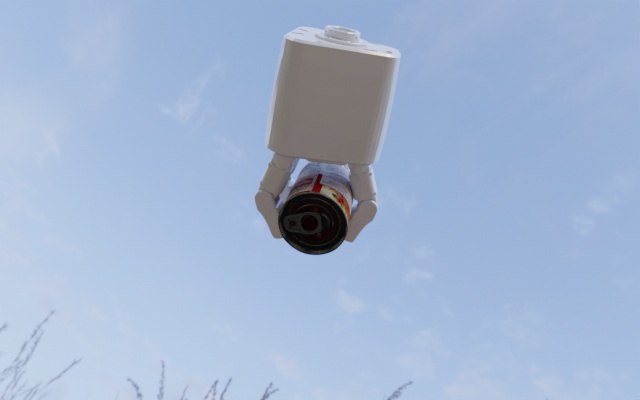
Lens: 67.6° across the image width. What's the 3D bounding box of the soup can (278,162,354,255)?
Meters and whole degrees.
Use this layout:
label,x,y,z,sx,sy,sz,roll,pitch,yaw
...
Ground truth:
label,x,y,z,sx,sy,sz,roll,pitch,yaw
soup can,0.000,0.002,0.499,0.068,0.068,0.102,0,25,10
